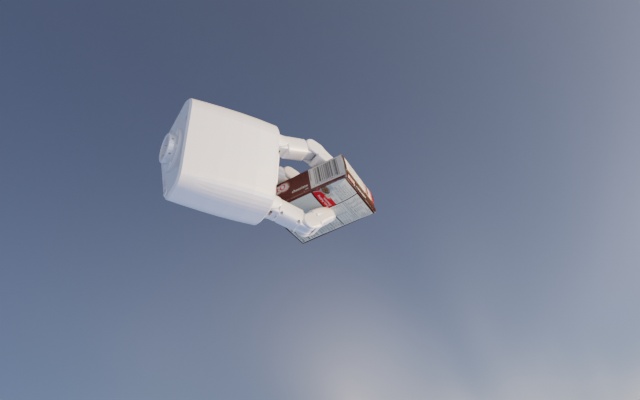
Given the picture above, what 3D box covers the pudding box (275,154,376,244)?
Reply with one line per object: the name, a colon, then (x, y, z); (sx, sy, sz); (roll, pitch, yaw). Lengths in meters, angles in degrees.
pudding box: (0.000, 0.002, 0.599); (0.113, 0.039, 0.090); (-23, -40, 18)
